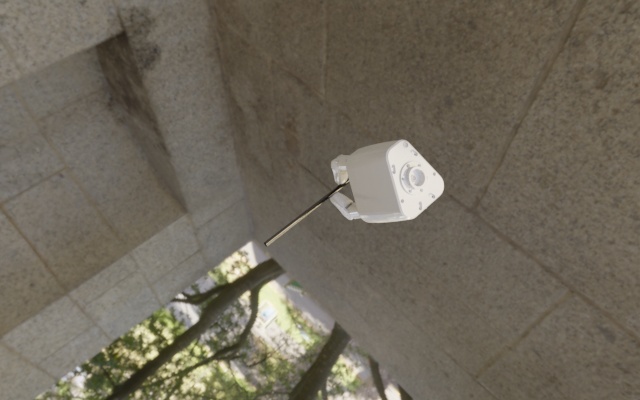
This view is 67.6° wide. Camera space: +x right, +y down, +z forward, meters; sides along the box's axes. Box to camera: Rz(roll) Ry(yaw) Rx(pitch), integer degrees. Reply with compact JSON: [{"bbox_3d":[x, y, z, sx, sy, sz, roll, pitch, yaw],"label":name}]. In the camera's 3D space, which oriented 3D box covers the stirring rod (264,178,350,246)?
[{"bbox_3d":[0.000,0.003,0.802,0.239,0.011,0.011,-38,17,-24],"label":"stirring rod"}]
